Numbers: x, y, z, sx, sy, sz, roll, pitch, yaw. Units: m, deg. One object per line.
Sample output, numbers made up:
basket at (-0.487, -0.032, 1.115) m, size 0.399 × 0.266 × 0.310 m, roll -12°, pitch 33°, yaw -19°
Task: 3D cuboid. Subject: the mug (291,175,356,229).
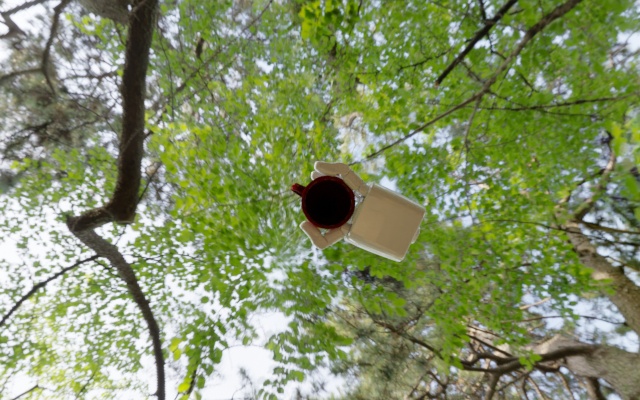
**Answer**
mug at (-0.001, 0.002, 0.853) m, size 0.117 × 0.093 × 0.081 m, roll 25°, pitch -8°, yaw 0°
